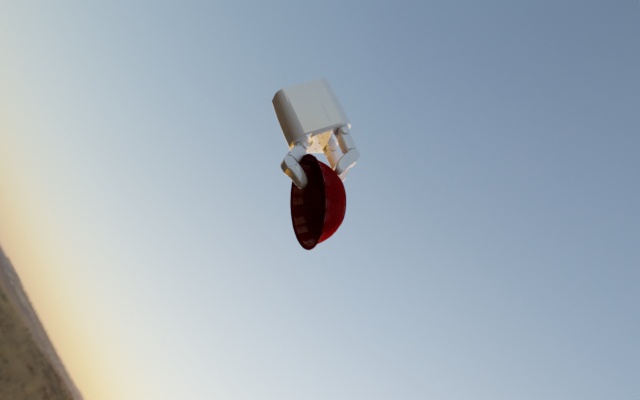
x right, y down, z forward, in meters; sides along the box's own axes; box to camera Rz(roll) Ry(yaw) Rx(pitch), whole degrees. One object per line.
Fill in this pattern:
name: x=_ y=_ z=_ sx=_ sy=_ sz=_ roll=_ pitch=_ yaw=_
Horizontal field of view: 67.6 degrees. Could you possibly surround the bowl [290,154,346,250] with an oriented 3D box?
bowl: x=0.001 y=0.004 z=0.809 sx=0.055 sy=0.162 sz=0.162 roll=1 pitch=0 yaw=-23
